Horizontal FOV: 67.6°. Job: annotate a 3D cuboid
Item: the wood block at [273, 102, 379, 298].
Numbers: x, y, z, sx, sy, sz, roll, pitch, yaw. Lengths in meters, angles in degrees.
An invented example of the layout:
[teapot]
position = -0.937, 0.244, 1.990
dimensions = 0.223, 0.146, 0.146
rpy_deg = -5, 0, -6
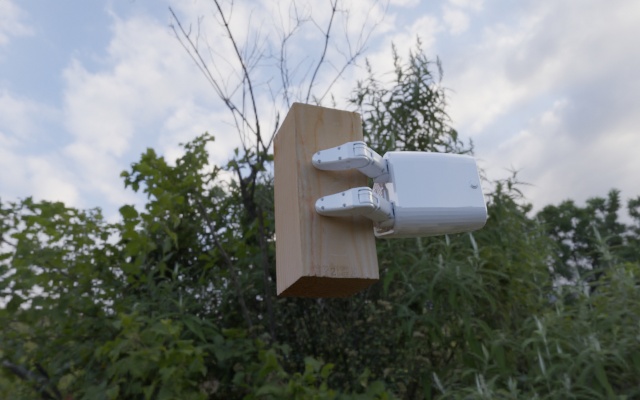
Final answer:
[wood block]
position = 0.000, 0.002, 0.559
dimensions = 0.090, 0.206, 0.091
rpy_deg = 5, -26, -20
